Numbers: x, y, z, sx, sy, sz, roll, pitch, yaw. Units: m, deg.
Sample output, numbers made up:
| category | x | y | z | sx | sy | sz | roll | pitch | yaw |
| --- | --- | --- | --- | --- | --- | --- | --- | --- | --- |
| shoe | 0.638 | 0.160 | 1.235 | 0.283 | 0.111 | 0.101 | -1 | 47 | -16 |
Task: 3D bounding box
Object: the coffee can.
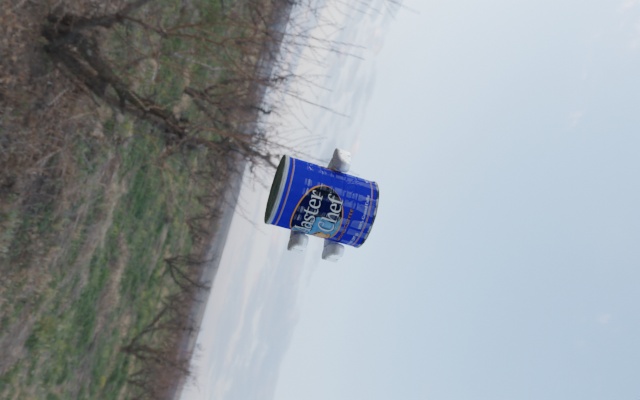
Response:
| category | x | y | z | sx | sy | sz | roll | pitch | yaw |
| --- | --- | --- | --- | --- | --- | --- | --- | --- | --- |
| coffee can | 0.000 | 0.002 | 0.689 | 0.140 | 0.103 | 0.103 | 16 | -3 | -12 |
